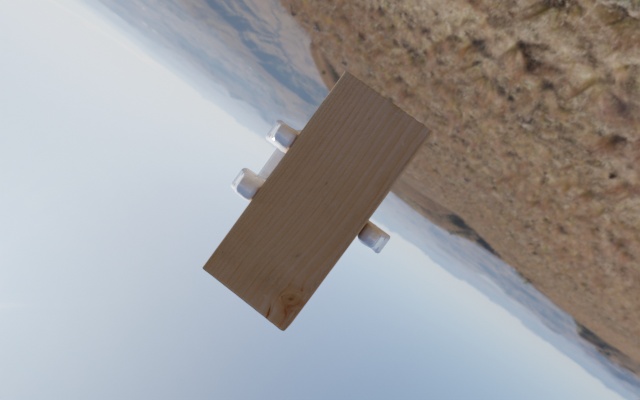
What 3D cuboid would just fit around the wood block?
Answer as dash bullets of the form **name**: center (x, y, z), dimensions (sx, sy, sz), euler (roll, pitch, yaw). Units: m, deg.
- **wood block**: center (0.000, 0.002, 0.438), dimensions (0.091, 0.206, 0.090), euler (36, 3, 7)
